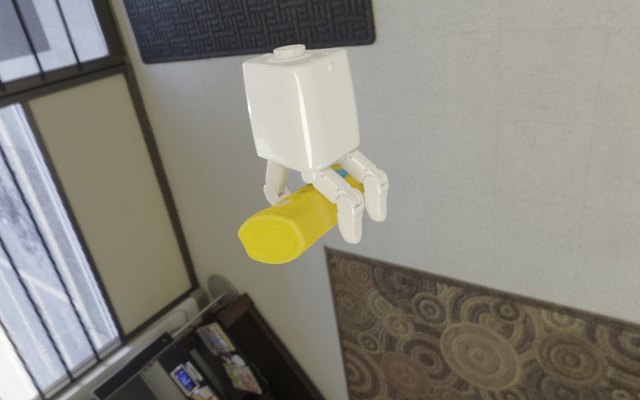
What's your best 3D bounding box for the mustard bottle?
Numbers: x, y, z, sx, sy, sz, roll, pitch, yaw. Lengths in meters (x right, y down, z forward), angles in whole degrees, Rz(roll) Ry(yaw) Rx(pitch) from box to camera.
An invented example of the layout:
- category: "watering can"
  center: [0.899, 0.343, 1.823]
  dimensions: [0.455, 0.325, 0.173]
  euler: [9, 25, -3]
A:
- category: "mustard bottle"
  center: [0.000, 0.002, 0.554]
  dimensions: [0.096, 0.058, 0.191]
  euler: [-18, 13, 44]
